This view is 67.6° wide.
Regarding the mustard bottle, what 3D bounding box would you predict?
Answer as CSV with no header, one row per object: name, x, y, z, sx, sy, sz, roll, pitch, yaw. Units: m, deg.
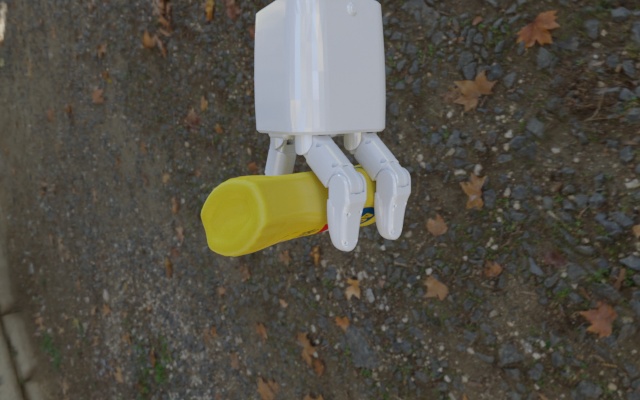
mustard bottle,0.000,0.002,0.422,0.191,0.058,0.096,-10,-11,-41
